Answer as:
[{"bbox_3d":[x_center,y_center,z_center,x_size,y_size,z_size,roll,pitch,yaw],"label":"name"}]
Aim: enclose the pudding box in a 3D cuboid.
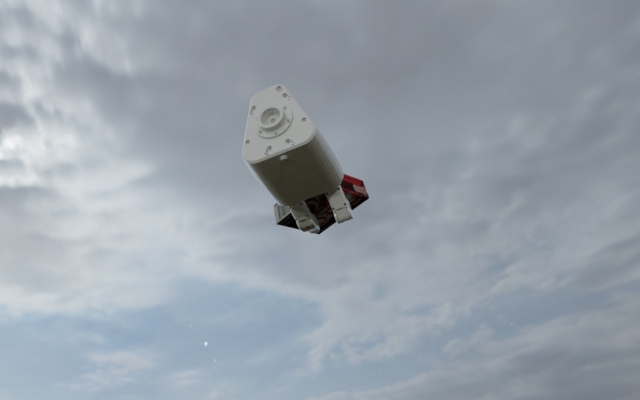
[{"bbox_3d":[0.000,0.002,0.699,0.090,0.039,0.113,18,-43,-42],"label":"pudding box"}]
